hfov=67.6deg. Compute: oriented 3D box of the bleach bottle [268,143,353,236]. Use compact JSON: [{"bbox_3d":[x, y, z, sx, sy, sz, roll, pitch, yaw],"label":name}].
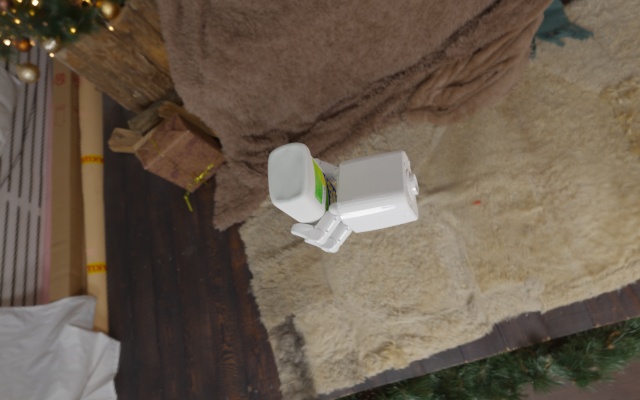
[{"bbox_3d":[0.000,0.003,0.800,0.068,0.102,0.251,-12,-24,20],"label":"bleach bottle"}]
